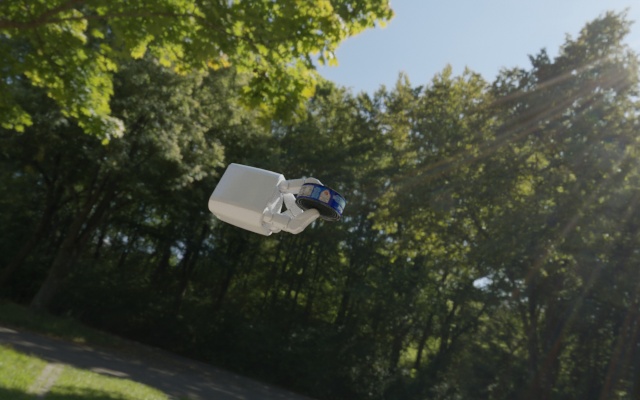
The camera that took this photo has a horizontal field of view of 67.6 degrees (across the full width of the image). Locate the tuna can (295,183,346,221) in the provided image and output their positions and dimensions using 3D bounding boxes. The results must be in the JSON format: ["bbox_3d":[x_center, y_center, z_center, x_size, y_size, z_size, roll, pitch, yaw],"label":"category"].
[{"bbox_3d":[0.000,0.002,0.843,0.086,0.033,0.086,20,-18,7],"label":"tuna can"}]
